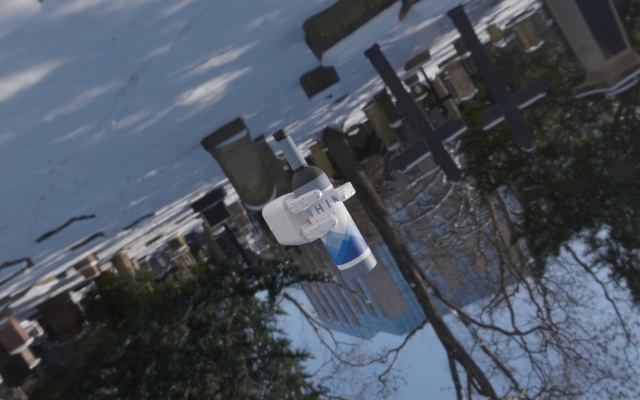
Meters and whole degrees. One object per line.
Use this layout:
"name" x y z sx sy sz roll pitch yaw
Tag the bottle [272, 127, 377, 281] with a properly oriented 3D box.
"bottle" 0.000 0.003 0.859 0.069 0.296 0.069 -30 7 4
